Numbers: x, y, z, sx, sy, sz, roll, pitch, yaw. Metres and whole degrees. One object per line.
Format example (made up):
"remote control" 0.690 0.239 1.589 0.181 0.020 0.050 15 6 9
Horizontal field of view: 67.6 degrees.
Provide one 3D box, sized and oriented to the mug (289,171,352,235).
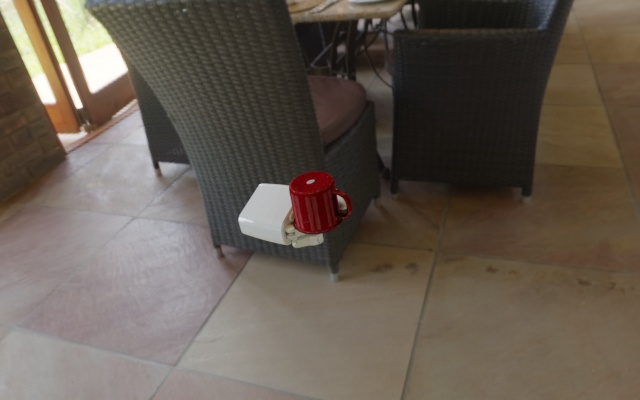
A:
"mug" 0.001 0.003 0.844 0.117 0.081 0.093 8 36 28
